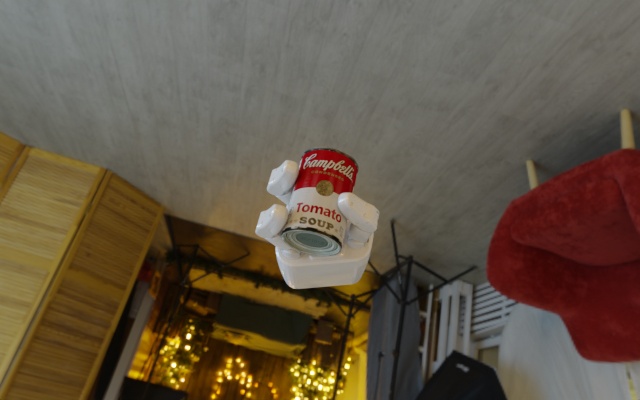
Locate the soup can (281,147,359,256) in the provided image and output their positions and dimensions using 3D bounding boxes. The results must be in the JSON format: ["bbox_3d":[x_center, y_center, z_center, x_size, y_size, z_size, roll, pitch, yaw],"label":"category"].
[{"bbox_3d":[0.000,0.002,0.525,0.068,0.102,0.068,11,-27,5],"label":"soup can"}]
